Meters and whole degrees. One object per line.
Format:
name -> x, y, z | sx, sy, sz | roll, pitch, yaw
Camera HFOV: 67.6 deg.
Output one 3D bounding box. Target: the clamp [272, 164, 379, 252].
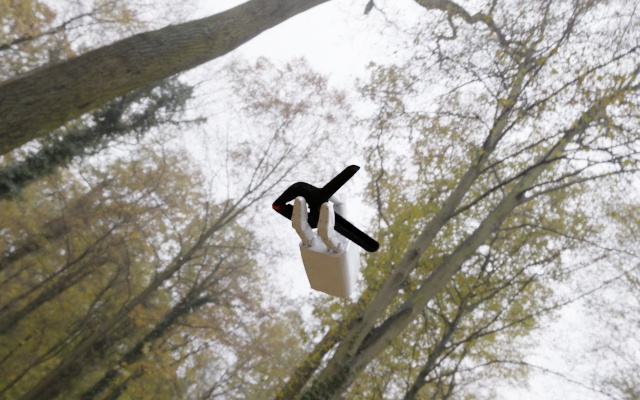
clamp -> 0.000, 0.002, 0.836 | 0.210, 0.165, 0.036 | 11, 35, 31
